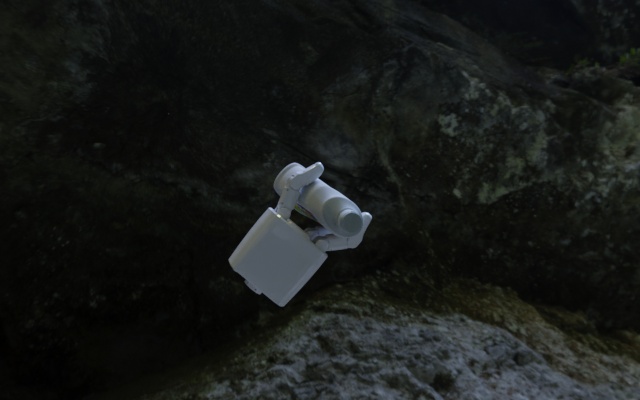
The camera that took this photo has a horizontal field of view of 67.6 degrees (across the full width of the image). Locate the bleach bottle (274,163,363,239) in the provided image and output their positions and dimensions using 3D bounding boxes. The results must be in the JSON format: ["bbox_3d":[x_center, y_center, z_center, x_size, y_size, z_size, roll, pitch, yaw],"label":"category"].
[{"bbox_3d":[0.000,0.002,0.755,0.102,0.068,0.250,42,-4,-20],"label":"bleach bottle"}]
